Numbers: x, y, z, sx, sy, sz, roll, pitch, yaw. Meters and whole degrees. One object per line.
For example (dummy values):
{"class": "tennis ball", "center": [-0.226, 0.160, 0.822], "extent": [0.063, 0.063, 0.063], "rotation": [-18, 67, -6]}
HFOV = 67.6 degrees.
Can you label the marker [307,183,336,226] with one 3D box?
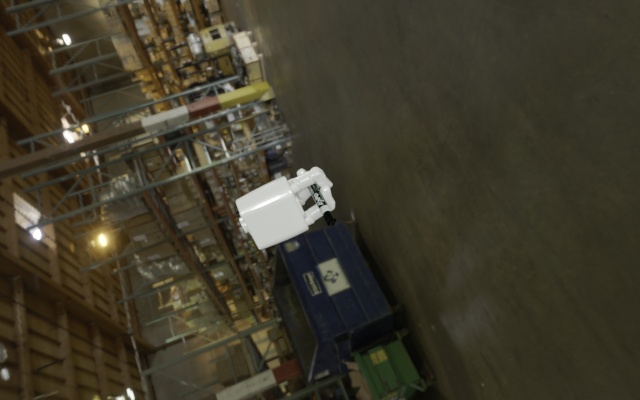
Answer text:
{"class": "marker", "center": [0.000, 0.003, 0.885], "extent": [0.020, 0.020, 0.121], "rotation": [0, 41, -28]}
